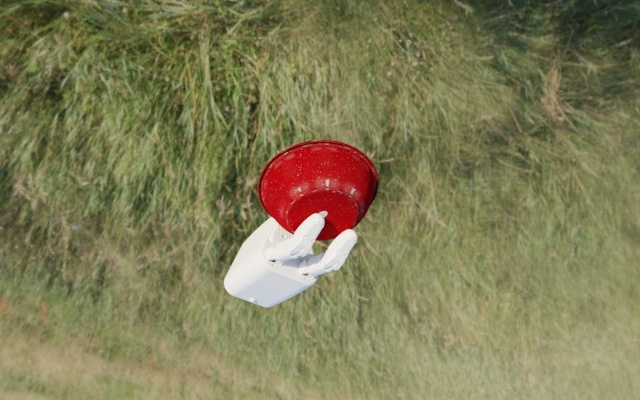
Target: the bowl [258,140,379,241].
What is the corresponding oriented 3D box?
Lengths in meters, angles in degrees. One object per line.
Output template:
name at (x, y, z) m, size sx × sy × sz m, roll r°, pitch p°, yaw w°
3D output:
bowl at (0.001, 0.001, 0.616) m, size 0.162 × 0.162 × 0.055 m, roll 0°, pitch 43°, yaw -7°
